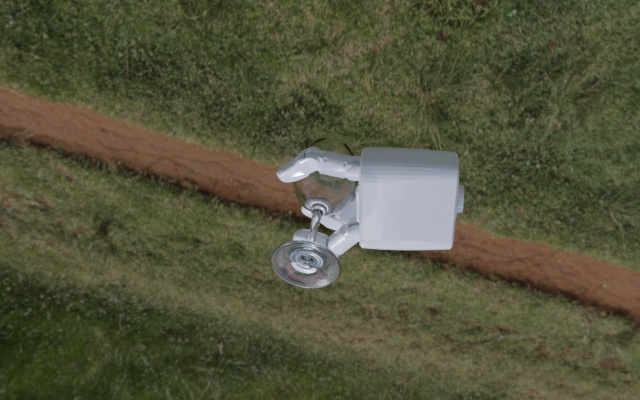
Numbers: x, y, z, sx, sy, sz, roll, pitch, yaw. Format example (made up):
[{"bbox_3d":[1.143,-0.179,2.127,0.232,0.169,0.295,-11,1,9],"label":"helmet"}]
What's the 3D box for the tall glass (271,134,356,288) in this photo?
[{"bbox_3d":[0.000,0.002,0.567,0.079,0.079,0.200,0,42,11],"label":"tall glass"}]
